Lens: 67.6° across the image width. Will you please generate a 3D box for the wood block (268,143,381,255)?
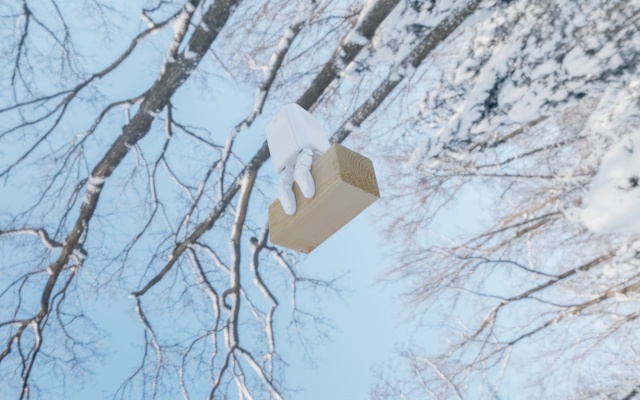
[{"bbox_3d":[0.000,0.003,0.864,0.091,0.090,0.206,21,-46,-33],"label":"wood block"}]
